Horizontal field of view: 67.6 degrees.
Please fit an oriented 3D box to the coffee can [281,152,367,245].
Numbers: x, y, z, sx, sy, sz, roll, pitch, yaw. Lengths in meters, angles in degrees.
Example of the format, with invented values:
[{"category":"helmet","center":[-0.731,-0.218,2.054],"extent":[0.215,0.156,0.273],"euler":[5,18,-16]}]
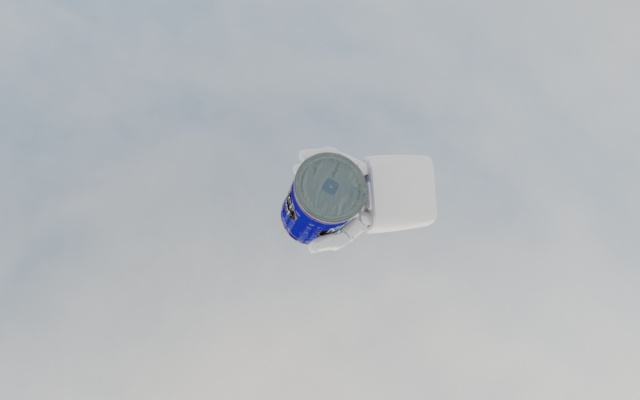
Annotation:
[{"category":"coffee can","center":[0.000,0.002,0.716],"extent":[0.103,0.102,0.140],"euler":[0,-18,-13]}]
